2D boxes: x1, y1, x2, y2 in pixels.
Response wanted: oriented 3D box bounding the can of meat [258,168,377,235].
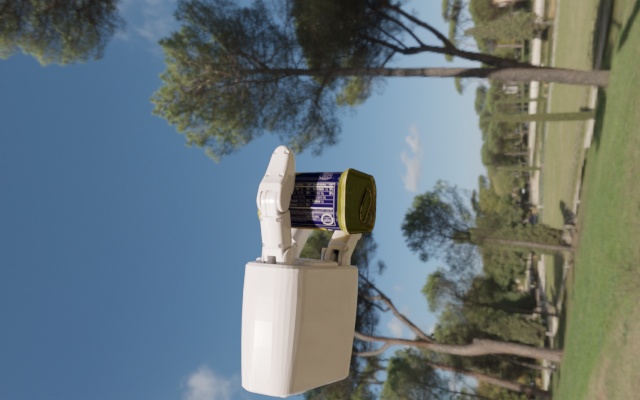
[{"bbox_3d":[0.000,0.001,0.455,0.084,0.057,0.102,1,-2,22],"label":"can of meat"}]
